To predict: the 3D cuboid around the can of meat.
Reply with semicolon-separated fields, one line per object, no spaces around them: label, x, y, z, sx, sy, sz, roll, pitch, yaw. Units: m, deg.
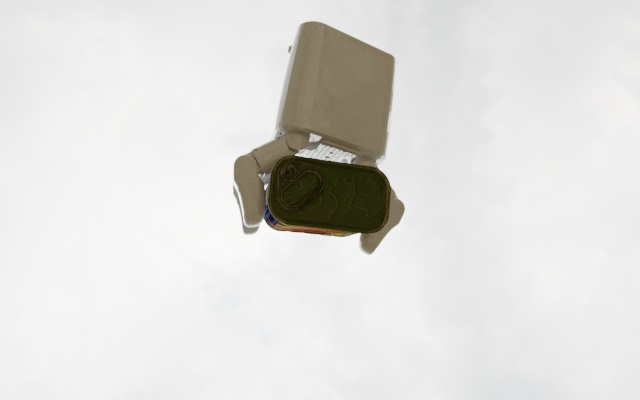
can of meat;0.000;0.002;0.428;0.102;0.057;0.084;7;-10;-11
